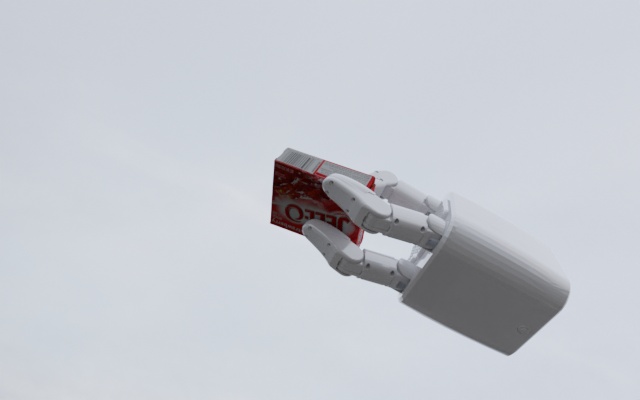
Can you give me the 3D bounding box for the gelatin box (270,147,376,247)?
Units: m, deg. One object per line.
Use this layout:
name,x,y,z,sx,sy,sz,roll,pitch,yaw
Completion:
gelatin box,0.000,0.001,0.431,0.089,0.073,0.030,20,39,15
